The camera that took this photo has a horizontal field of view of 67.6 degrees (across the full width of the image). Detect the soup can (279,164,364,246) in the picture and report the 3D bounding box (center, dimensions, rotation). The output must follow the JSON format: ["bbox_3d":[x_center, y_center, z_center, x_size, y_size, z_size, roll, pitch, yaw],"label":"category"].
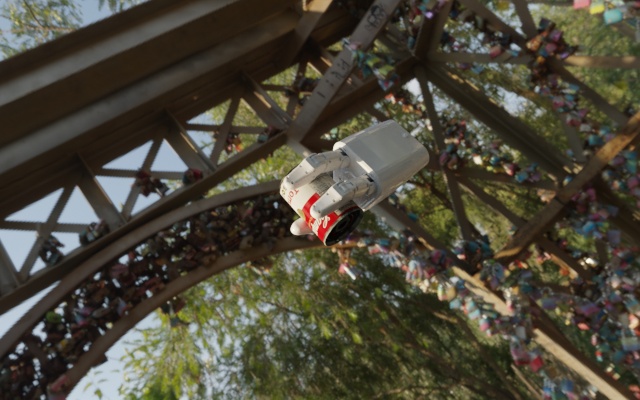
[{"bbox_3d":[0.000,0.002,0.647,0.102,0.068,0.068,47,22,23],"label":"soup can"}]
